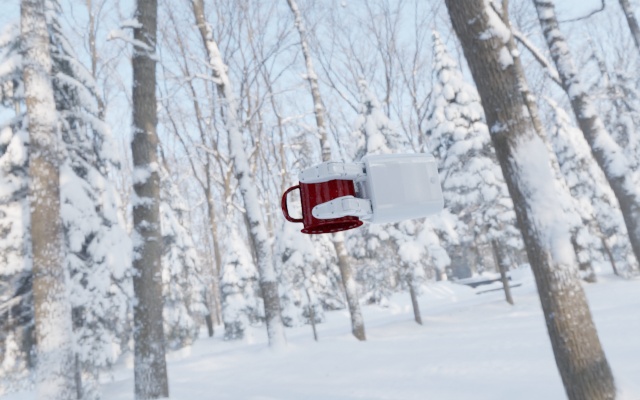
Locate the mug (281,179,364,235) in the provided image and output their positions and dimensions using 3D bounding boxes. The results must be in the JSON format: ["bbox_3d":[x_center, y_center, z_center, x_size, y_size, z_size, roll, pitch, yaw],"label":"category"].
[{"bbox_3d":[-0.001,0.002,0.698,0.117,0.081,0.093,-5,-13,-13],"label":"mug"}]
